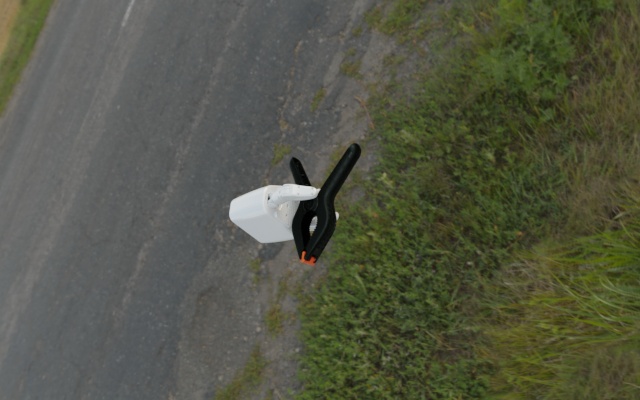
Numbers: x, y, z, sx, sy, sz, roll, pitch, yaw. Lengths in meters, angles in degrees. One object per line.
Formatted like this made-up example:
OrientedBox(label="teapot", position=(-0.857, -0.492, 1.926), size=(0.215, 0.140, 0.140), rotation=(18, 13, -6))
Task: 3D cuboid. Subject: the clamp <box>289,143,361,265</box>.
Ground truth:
OrientedBox(label="clamp", position=(-0.001, 0.003, 0.812), size=(0.164, 0.210, 0.036), rotation=(-16, -28, 42))
